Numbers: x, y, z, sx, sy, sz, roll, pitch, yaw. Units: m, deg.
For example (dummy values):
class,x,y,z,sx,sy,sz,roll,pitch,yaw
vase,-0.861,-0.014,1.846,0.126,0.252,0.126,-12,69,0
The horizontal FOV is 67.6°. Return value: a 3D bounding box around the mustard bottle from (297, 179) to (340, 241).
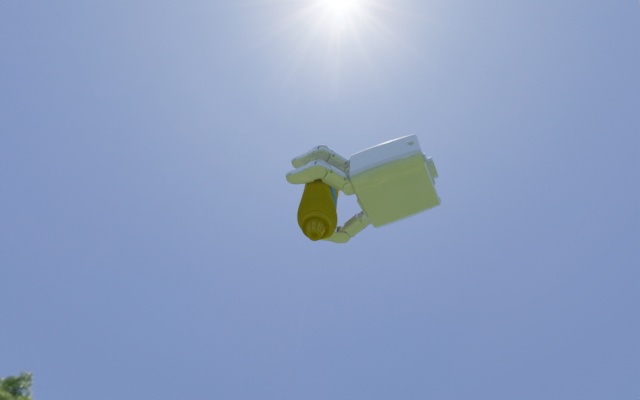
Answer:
class,x,y,z,sx,sy,sz,roll,pitch,yaw
mustard bottle,0.000,0.002,0.720,0.058,0.096,0.191,1,28,4
